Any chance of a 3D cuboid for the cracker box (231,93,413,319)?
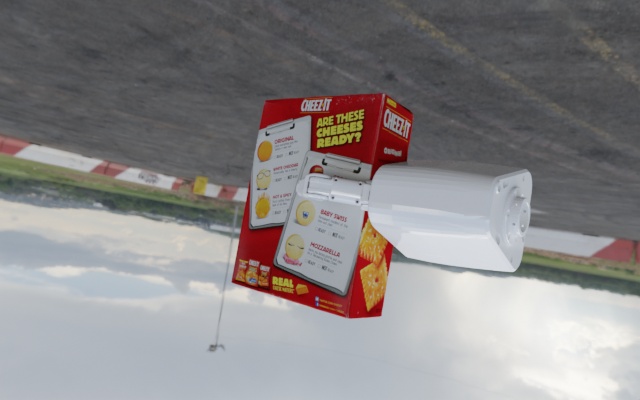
[{"bbox_3d":[0.000,0.002,0.512,0.164,0.213,0.072,7,-5,38],"label":"cracker box"}]
